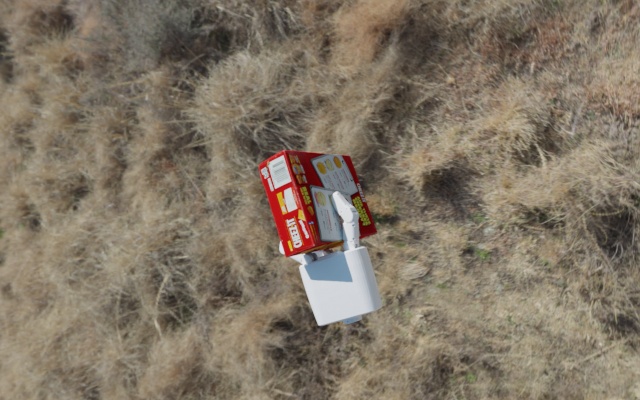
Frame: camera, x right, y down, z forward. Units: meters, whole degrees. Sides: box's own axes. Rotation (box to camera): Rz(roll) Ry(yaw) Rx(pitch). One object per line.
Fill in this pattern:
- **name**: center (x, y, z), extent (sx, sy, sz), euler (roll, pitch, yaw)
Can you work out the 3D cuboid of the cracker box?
- **cracker box**: center (0.000, 0.003, 0.846), extent (0.072, 0.164, 0.213), euler (-24, -11, 32)
